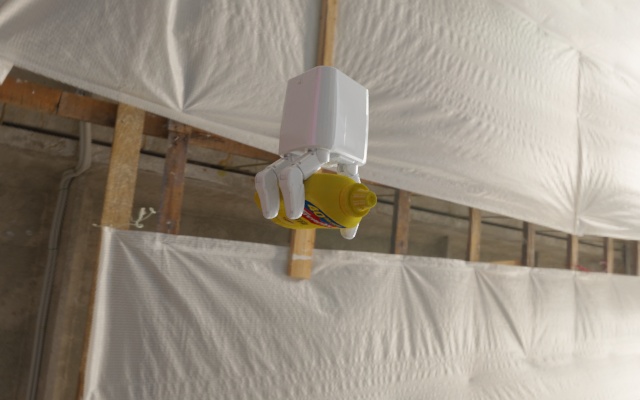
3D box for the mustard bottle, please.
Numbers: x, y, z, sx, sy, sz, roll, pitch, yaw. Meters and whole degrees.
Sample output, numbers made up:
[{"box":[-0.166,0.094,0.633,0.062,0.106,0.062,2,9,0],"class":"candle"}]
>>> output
[{"box":[0.000,0.002,0.614,0.096,0.058,0.191,37,-24,-30],"class":"mustard bottle"}]
